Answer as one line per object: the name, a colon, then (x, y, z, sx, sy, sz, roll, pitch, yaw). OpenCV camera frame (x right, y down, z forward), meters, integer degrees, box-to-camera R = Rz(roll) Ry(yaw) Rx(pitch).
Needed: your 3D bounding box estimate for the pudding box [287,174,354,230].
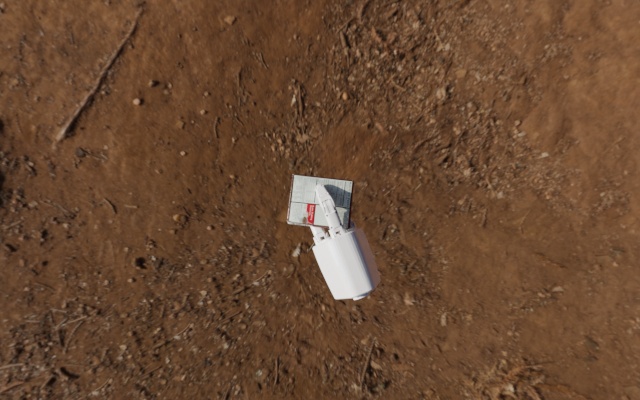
pudding box: (0.000, 0.003, 0.857, 0.113, 0.090, 0.039, 7, -6, -2)
